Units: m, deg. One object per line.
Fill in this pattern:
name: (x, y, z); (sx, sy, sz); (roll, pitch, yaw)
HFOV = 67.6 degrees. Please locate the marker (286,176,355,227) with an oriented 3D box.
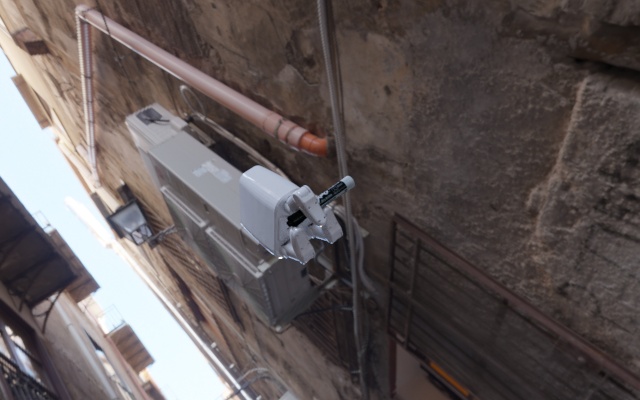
marker: (0.000, 0.002, 0.685); (0.121, 0.020, 0.020); (-35, 16, -25)
